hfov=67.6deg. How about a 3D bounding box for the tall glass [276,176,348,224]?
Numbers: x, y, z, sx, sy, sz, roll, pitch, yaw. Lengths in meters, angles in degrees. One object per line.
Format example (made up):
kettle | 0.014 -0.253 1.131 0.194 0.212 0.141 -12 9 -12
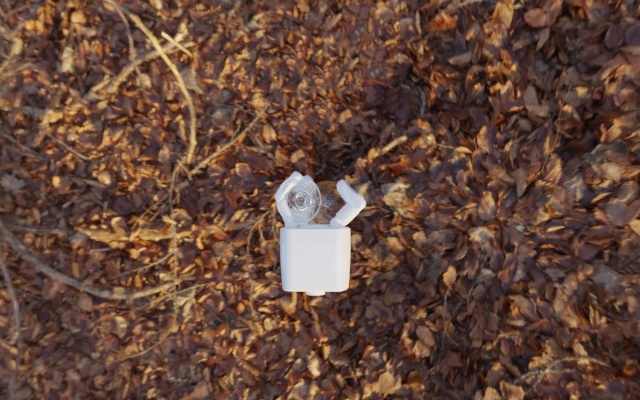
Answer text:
tall glass | 0.000 0.003 0.819 0.079 0.079 0.201 0 -2 20
